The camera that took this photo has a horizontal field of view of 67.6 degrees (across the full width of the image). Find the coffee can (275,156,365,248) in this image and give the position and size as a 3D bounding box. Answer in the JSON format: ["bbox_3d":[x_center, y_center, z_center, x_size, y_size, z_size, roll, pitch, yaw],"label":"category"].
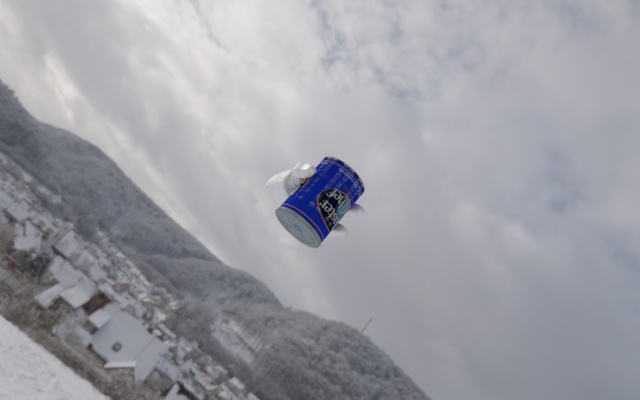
[{"bbox_3d":[0.000,0.003,0.883,0.140,0.103,0.103,-49,23,-22],"label":"coffee can"}]
